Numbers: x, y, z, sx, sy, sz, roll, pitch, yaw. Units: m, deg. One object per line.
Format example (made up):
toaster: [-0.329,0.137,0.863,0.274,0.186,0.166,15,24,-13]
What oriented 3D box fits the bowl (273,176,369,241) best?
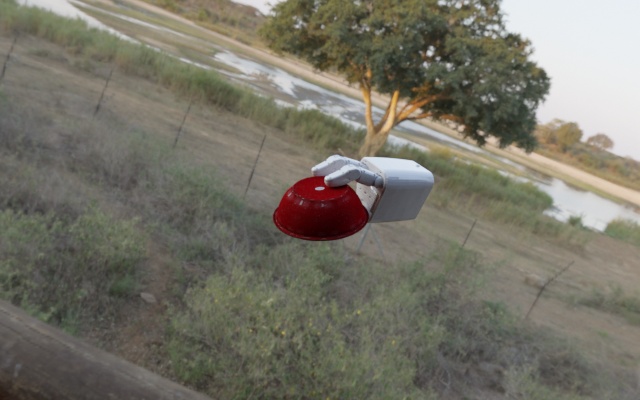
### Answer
bowl: [-0.001,0.003,0.788,0.162,0.055,0.162,-1,28,1]
